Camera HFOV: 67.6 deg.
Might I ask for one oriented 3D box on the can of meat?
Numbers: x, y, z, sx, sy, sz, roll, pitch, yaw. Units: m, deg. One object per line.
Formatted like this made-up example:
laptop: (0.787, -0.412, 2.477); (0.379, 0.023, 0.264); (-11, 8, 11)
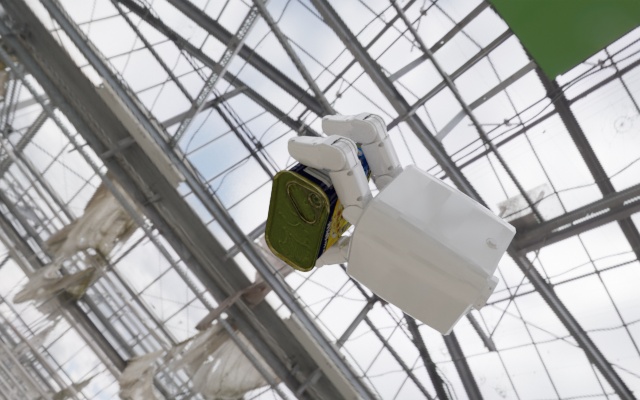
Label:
can of meat: (0.000, 0.001, 0.438); (0.057, 0.102, 0.084); (31, 44, 19)
